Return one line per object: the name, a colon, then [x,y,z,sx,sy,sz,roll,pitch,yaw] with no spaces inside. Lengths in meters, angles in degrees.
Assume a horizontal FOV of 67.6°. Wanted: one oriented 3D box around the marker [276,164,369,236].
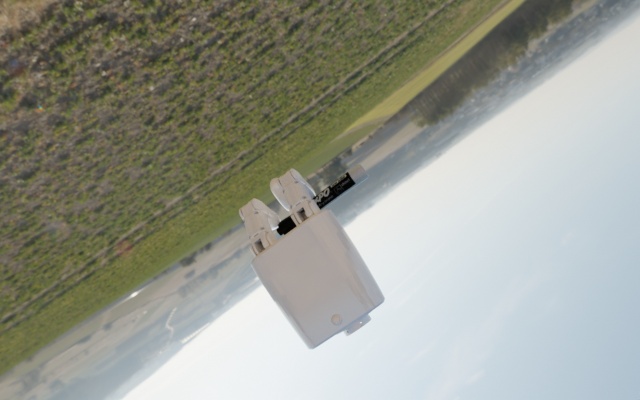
marker: [0.000,0.002,0.533,0.121,0.020,0.020,-36,-8,11]
